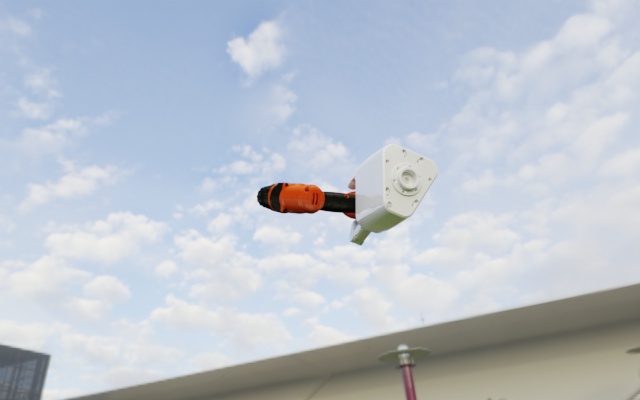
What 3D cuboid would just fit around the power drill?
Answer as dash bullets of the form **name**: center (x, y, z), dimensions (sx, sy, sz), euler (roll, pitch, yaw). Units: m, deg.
- **power drill**: center (0.001, 0.003, 0.831), dimensions (0.187, 0.057, 0.184), euler (4, 1, -32)
